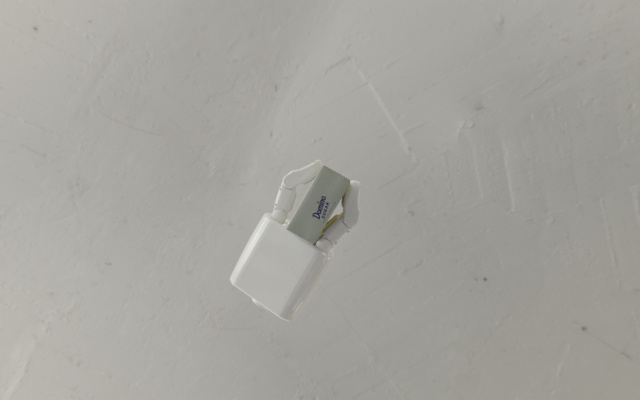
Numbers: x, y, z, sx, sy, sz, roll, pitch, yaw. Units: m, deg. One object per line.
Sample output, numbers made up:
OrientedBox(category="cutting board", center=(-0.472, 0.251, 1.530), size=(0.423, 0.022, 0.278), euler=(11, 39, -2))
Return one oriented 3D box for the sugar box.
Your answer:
OrientedBox(category="sugar box", center=(0.001, 0.003, 0.657), size=(0.048, 0.093, 0.176), euler=(30, 4, -2))
